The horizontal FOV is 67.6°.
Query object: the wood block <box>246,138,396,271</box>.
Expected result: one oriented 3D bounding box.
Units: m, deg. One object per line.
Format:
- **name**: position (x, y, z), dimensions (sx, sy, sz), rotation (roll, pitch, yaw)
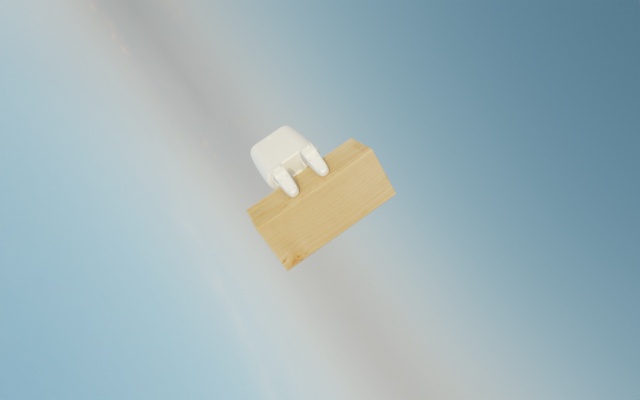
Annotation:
- **wood block**: position (0.000, 0.003, 0.750), dimensions (0.206, 0.091, 0.090), rotation (-35, 26, -5)
